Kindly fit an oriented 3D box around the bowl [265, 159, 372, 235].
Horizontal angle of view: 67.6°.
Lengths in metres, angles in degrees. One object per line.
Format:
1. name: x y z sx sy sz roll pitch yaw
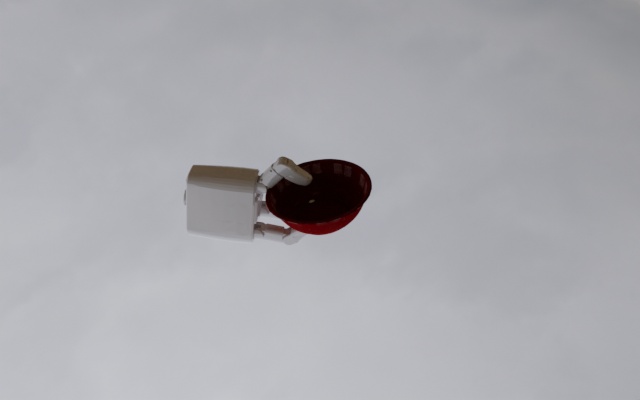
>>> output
1. bowl: 0.001 0.003 0.728 0.162 0.055 0.162 -7 37 5
